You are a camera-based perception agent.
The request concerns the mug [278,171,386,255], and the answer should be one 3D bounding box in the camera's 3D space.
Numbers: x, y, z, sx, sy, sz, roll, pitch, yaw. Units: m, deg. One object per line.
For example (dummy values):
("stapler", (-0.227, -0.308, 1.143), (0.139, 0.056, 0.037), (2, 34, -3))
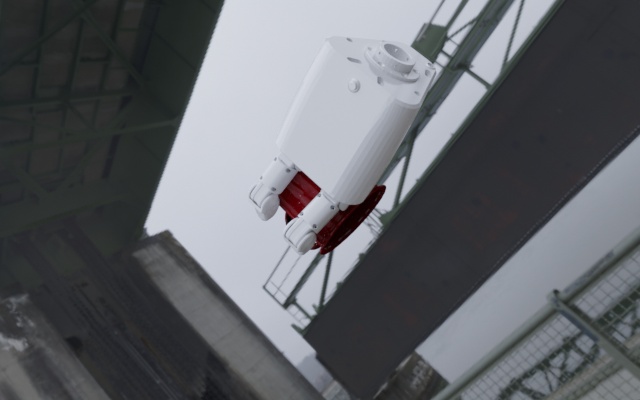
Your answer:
("mug", (-0.001, 0.002, 0.489), (0.093, 0.081, 0.117), (-31, -21, -48))
